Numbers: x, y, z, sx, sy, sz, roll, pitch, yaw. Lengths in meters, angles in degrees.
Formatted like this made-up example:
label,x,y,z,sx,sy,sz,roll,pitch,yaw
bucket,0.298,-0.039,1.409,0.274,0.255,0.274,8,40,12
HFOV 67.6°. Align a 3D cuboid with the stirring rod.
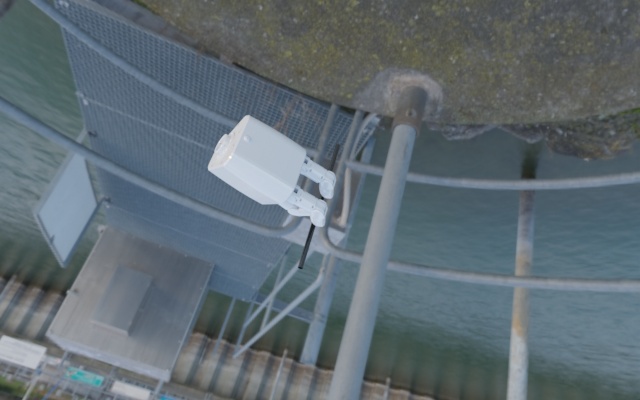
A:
label,x,y,z,sx,sy,sz,roll,pitch,yaw
stirring rod,0.000,0.002,0.785,0.011,0.239,0.011,13,-29,7
